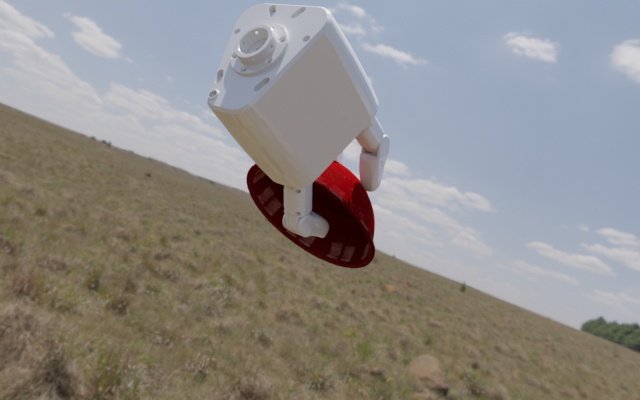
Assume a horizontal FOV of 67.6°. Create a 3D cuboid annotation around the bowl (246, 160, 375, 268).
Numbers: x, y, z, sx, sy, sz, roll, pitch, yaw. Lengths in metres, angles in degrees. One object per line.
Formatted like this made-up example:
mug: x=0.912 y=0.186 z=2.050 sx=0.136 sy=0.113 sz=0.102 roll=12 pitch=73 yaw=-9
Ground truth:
bowl: x=0.000 y=0.002 z=0.519 sx=0.162 sy=0.055 sz=0.162 roll=28 pitch=-29 yaw=17
